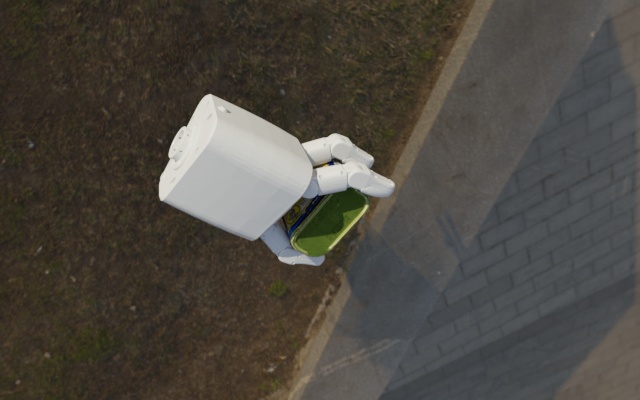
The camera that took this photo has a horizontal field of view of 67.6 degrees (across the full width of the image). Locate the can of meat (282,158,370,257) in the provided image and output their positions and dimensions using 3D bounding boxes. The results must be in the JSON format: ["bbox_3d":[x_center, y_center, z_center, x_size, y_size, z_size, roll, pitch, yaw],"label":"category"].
[{"bbox_3d":[0.000,0.002,0.536,0.057,0.102,0.084,31,18,-32],"label":"can of meat"}]
